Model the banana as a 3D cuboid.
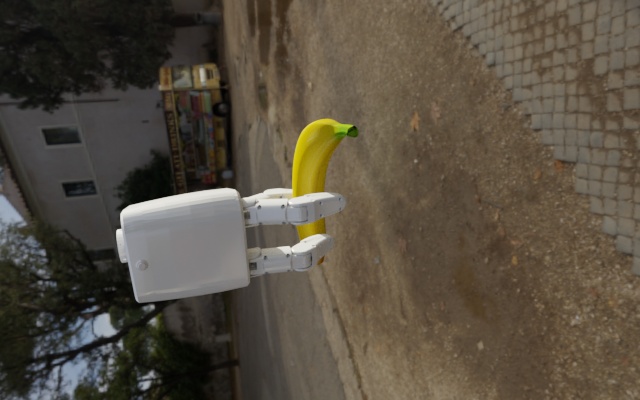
[{"bbox_3d":[-0.006,-0.014,0.508,0.037,0.198,0.069,-11,48,-21],"label":"banana"}]
